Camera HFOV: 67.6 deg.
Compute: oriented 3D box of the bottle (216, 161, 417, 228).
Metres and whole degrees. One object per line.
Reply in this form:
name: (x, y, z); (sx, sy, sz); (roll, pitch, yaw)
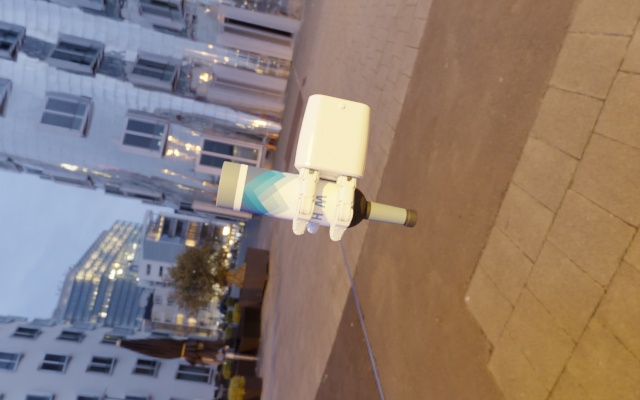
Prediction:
bottle: (0.000, 0.002, 0.705); (0.296, 0.069, 0.069); (10, -2, -9)
